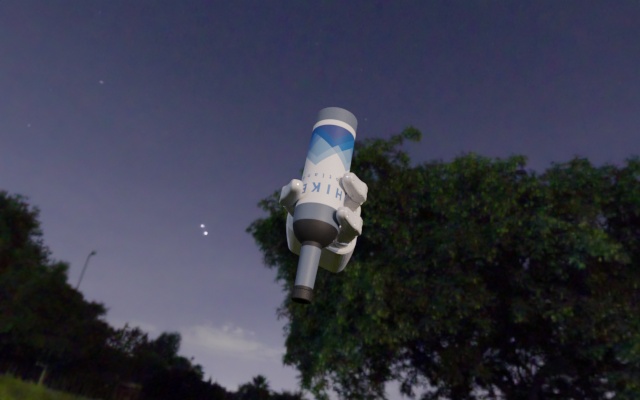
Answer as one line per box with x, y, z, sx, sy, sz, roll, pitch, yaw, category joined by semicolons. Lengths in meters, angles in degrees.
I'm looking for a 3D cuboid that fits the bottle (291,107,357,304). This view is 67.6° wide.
0.000;0.002;0.685;0.069;0.295;0.069;9;-27;5;bottle
